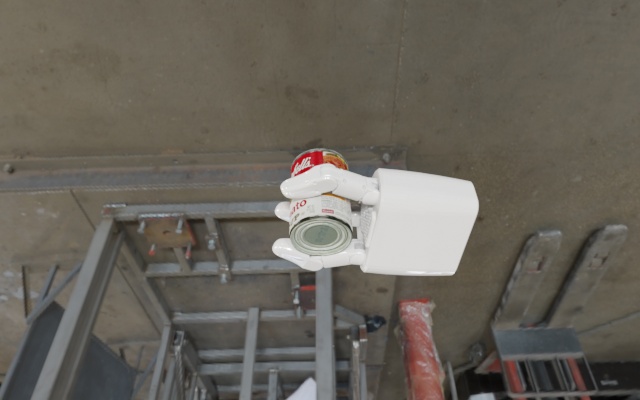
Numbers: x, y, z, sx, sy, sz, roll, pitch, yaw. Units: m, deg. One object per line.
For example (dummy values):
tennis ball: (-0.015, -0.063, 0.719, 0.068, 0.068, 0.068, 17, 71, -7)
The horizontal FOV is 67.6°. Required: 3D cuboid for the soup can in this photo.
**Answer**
soup can: (0.000, 0.002, 0.527, 0.068, 0.102, 0.069, -1, -42, -1)
